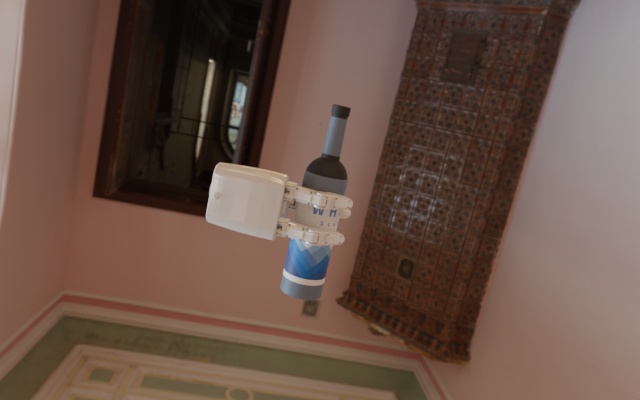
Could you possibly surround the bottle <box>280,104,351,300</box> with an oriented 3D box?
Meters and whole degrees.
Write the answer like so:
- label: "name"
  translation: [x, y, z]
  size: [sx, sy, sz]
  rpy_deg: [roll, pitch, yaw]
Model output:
- label: "bottle"
  translation: [0.000, 0.003, 0.729]
  size: [0.069, 0.296, 0.069]
  rpy_deg: [12, 10, -2]
